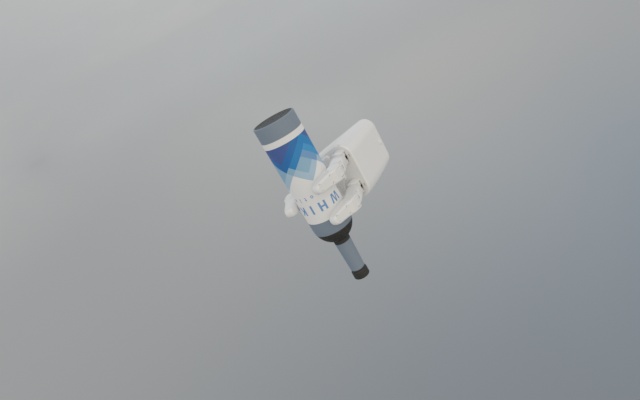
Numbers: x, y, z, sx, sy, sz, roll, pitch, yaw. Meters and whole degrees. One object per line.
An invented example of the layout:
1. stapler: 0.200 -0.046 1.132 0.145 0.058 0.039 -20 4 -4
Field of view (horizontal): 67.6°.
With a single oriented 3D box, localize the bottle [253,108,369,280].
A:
1. bottle: 0.000 0.002 0.739 0.069 0.296 0.069 -26 20 10
